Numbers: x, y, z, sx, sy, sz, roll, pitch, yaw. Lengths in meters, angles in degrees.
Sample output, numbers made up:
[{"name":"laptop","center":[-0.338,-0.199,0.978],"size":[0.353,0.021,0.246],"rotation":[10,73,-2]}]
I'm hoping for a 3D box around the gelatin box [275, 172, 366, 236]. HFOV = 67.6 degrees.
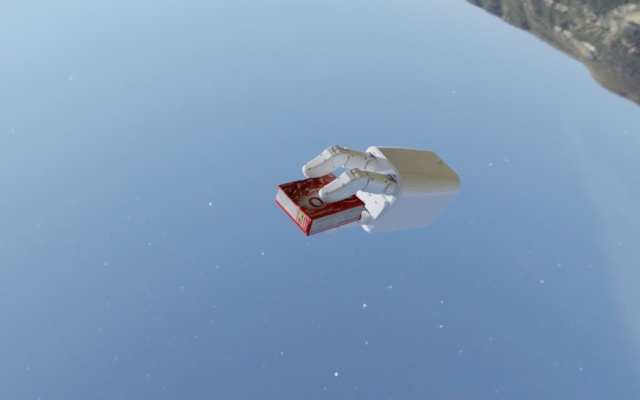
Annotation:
[{"name":"gelatin box","center":[0.000,0.002,0.598],"size":[0.089,0.030,0.073],"rotation":[-16,46,-35]}]
